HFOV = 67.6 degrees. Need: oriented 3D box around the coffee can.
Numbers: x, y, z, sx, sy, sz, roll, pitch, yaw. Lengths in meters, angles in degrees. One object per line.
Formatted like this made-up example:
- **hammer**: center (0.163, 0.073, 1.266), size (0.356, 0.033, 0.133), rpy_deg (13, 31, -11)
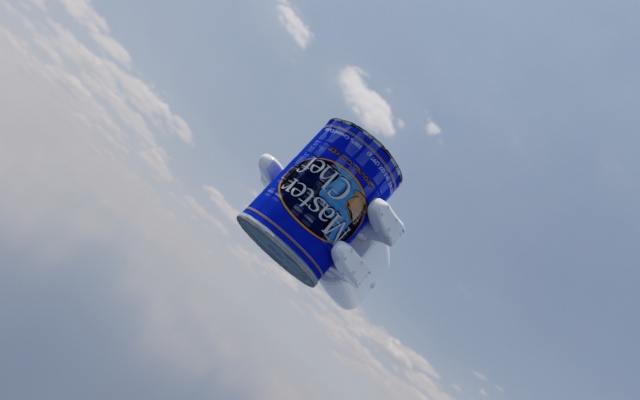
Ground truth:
- **coffee can**: center (0.000, 0.002, 0.484), size (0.103, 0.140, 0.103), rpy_deg (39, -15, 13)
